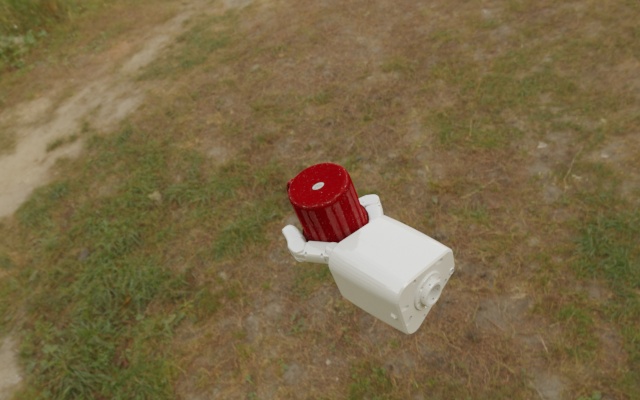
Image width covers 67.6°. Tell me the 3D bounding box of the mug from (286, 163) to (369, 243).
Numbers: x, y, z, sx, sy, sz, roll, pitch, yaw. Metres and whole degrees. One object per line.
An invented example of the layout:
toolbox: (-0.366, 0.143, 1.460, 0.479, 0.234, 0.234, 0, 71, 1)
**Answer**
mug: (-0.001, 0.001, 0.624, 0.117, 0.082, 0.093, 26, 62, 39)
